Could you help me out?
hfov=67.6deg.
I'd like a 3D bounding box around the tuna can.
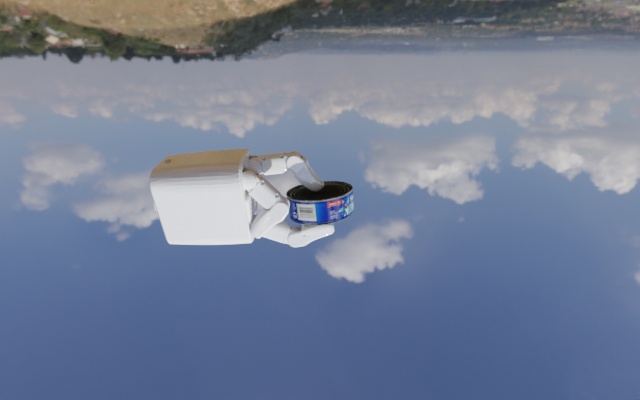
[{"bbox_3d":[0.000,0.003,0.617,0.086,0.034,0.086,-5,17,2],"label":"tuna can"}]
